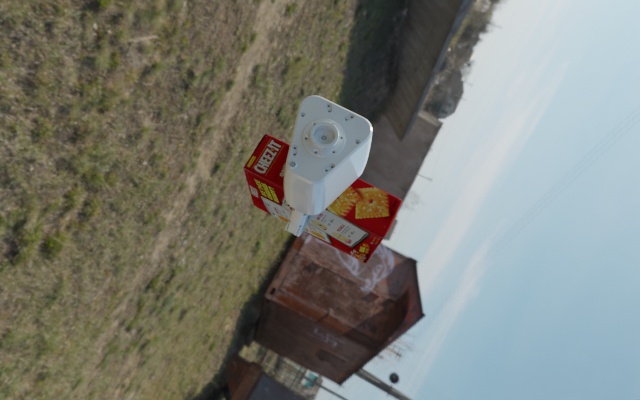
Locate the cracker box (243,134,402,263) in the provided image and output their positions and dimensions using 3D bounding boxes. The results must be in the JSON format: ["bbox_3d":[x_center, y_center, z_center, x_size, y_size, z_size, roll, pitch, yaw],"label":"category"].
[{"bbox_3d":[0.000,0.003,0.721,0.213,0.072,0.164,27,-18,7],"label":"cracker box"}]
